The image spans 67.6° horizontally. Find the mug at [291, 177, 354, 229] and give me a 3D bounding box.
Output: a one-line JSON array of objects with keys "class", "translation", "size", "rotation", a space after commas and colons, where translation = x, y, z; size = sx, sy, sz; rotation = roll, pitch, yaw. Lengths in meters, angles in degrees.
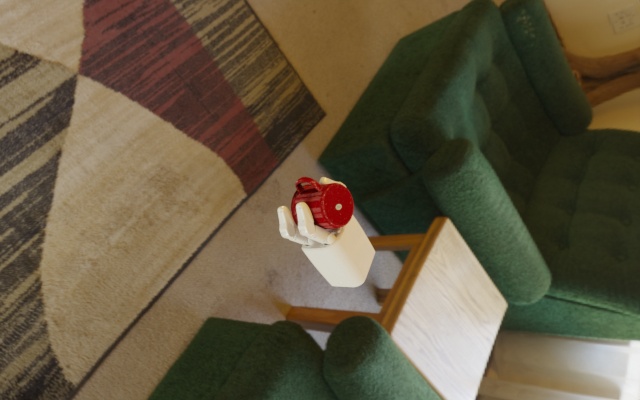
[{"class": "mug", "translation": [0.000, 0.002, 0.871], "size": [0.081, 0.117, 0.093], "rotation": [-8, 35, 48]}]
